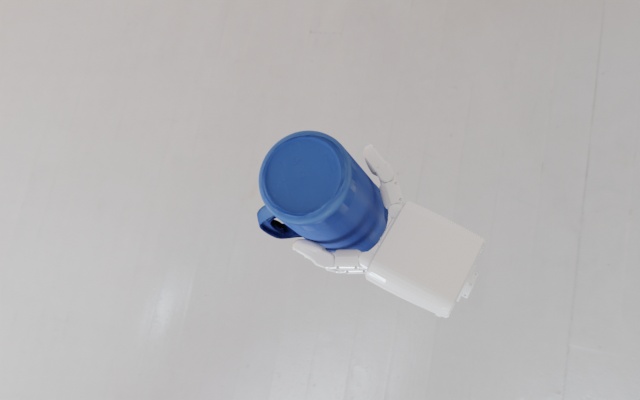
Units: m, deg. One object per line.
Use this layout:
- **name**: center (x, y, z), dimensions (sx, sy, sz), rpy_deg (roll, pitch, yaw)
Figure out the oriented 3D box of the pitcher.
- **pitcher**: center (0.000, 0.002, 0.627), dimensions (0.145, 0.149, 0.243), rpy_deg (29, -4, 19)
